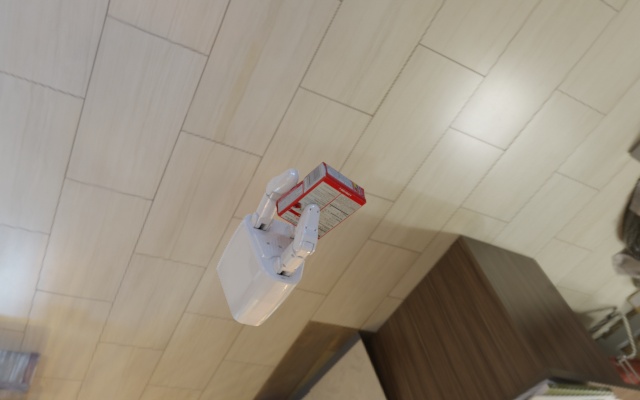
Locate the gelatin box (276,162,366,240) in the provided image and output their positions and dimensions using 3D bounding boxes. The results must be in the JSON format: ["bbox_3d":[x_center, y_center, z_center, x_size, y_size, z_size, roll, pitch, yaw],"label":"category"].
[{"bbox_3d":[0.000,0.002,0.595,0.073,0.030,0.089,31,-57,-33],"label":"gelatin box"}]
